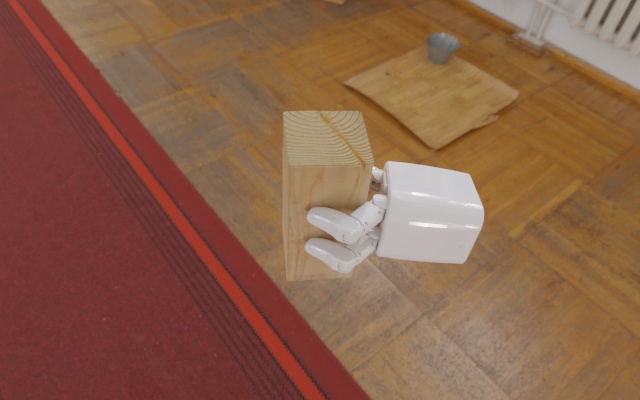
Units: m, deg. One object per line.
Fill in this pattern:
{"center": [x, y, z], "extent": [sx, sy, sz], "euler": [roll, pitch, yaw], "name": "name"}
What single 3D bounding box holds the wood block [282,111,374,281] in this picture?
{"center": [0.000, 0.002, 0.578], "extent": [0.090, 0.090, 0.206], "euler": [-2, -42, -7], "name": "wood block"}
